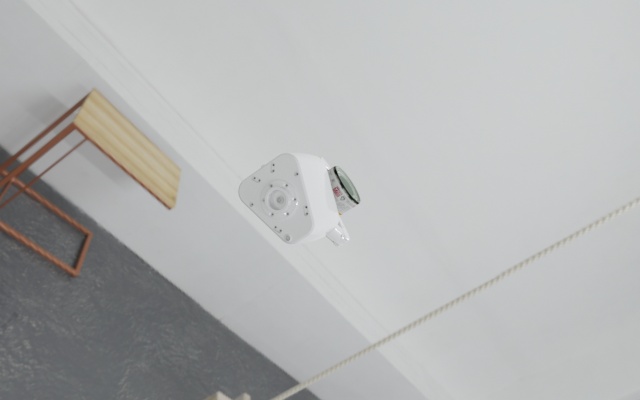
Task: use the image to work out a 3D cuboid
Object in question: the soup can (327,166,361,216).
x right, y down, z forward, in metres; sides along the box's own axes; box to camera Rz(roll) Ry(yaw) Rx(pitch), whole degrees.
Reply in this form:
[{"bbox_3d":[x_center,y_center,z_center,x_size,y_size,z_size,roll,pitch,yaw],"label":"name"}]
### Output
[{"bbox_3d":[0.001,0.002,0.715,0.102,0.068,0.068,-33,-10,15],"label":"soup can"}]
